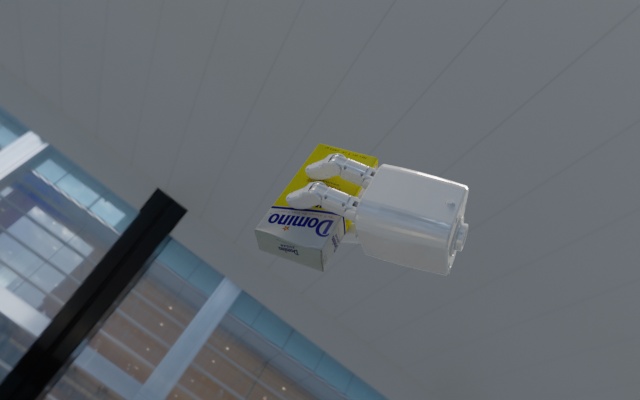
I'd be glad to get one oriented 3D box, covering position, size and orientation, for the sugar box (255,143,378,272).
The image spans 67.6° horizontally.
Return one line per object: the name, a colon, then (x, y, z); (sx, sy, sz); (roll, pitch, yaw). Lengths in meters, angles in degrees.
sugar box: (0.000, 0.002, 0.619); (0.093, 0.048, 0.176); (16, 47, 21)
